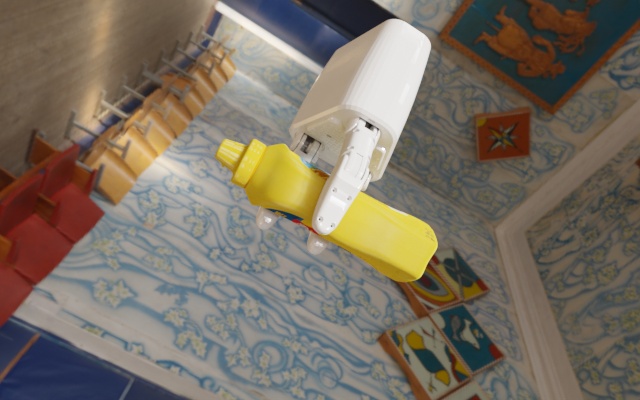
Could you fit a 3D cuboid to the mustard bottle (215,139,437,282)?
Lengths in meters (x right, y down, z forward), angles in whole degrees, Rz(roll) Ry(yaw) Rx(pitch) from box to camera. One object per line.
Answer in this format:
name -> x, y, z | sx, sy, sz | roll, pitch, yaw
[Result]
mustard bottle -> 0.000, 0.002, 0.408 | 0.191, 0.058, 0.096 | 29, 2, -11
